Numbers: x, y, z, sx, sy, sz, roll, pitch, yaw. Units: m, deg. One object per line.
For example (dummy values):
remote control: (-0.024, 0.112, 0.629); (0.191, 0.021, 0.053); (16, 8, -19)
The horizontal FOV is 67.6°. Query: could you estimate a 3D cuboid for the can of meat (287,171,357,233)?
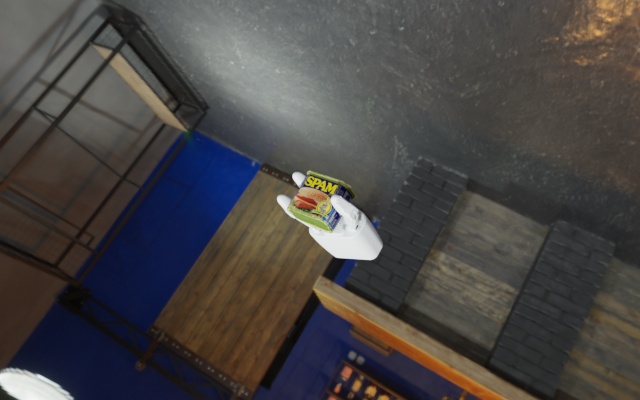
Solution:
can of meat: (0.000, 0.003, 0.870); (0.102, 0.084, 0.057); (20, -19, 35)
